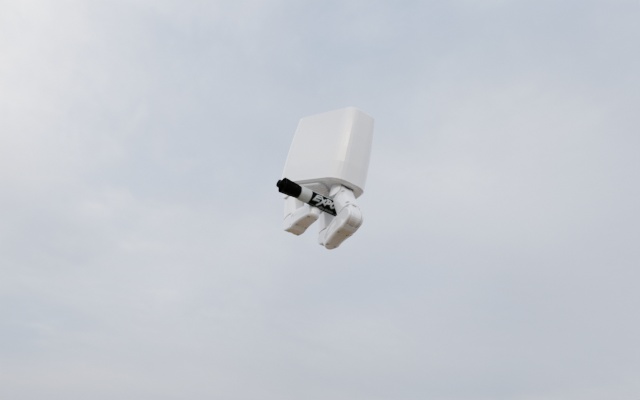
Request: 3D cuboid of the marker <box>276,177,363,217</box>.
[{"bbox_3d":[0.000,0.002,0.570,0.121,0.020,0.020,24,-12,-29],"label":"marker"}]
